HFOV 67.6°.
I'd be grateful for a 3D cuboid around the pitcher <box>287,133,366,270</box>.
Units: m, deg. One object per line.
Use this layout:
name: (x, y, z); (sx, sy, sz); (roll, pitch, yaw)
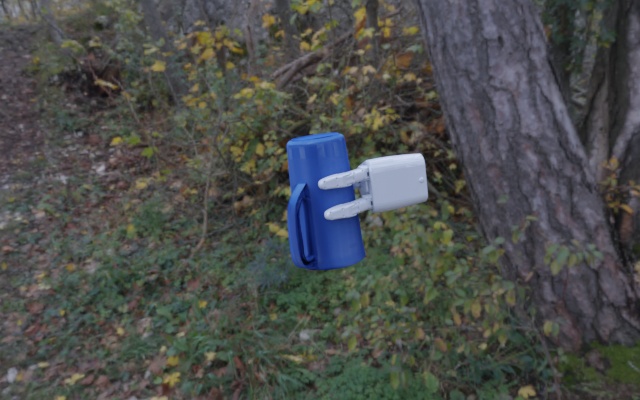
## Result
pitcher: (0.000, 0.003, 0.889); (0.145, 0.243, 0.149); (-10, 12, -7)
